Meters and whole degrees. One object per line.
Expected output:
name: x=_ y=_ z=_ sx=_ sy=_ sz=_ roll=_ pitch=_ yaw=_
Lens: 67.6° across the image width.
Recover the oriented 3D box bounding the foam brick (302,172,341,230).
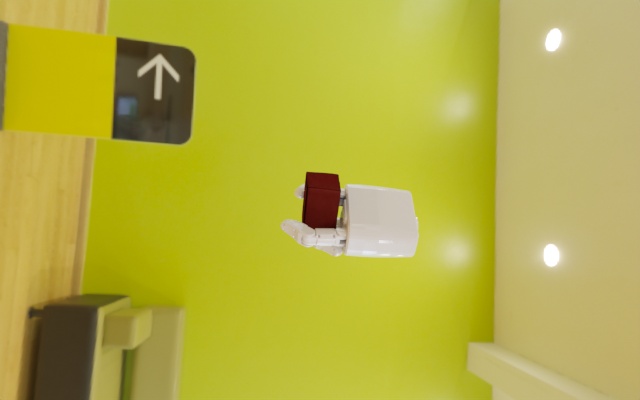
foam brick: x=0.000 y=0.002 z=0.719 sx=0.051 sy=0.078 sz=0.053 roll=4 pitch=31 yaw=-4
